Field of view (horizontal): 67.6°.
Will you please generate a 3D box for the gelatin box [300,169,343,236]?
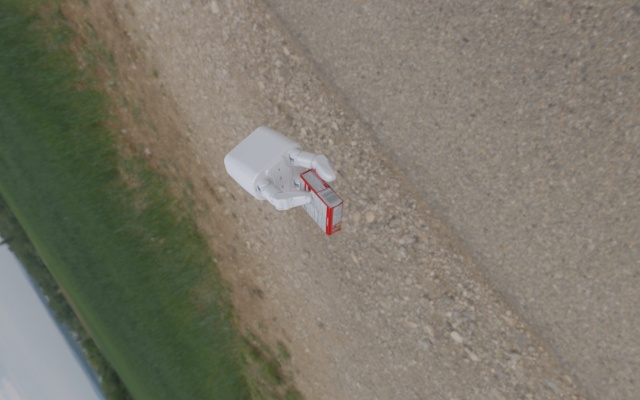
[{"bbox_3d":[0.000,0.003,0.783,0.030,0.073,0.089,-27,55,-23],"label":"gelatin box"}]
